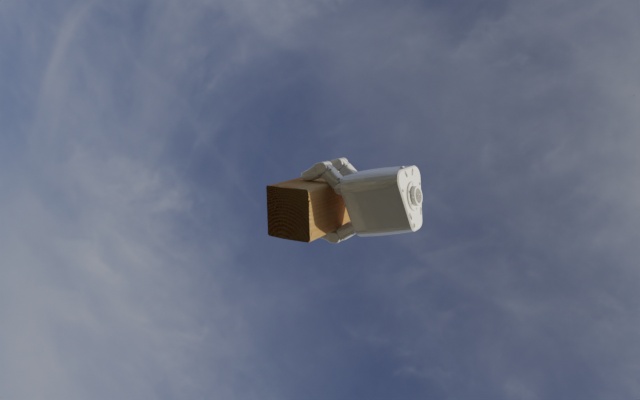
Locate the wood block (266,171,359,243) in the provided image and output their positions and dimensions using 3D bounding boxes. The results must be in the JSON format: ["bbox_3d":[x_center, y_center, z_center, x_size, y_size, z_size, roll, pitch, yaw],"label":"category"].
[{"bbox_3d":[0.001,0.003,0.874,0.090,0.091,0.206,7,14,32],"label":"wood block"}]
